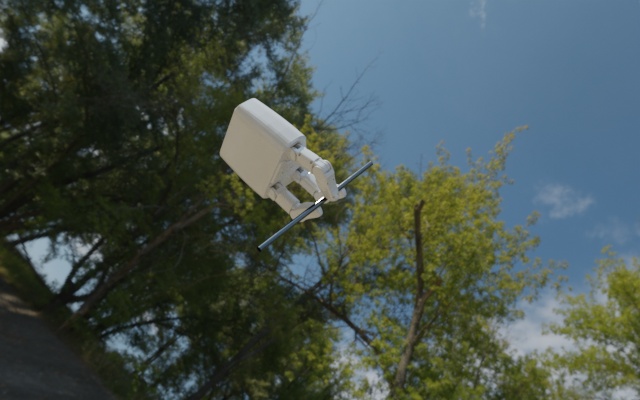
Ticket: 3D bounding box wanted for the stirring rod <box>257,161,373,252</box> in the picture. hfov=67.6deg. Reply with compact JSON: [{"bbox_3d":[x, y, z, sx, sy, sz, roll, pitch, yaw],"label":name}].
[{"bbox_3d":[0.000,0.002,0.680,0.239,0.011,0.011,-37,23,-34],"label":"stirring rod"}]
